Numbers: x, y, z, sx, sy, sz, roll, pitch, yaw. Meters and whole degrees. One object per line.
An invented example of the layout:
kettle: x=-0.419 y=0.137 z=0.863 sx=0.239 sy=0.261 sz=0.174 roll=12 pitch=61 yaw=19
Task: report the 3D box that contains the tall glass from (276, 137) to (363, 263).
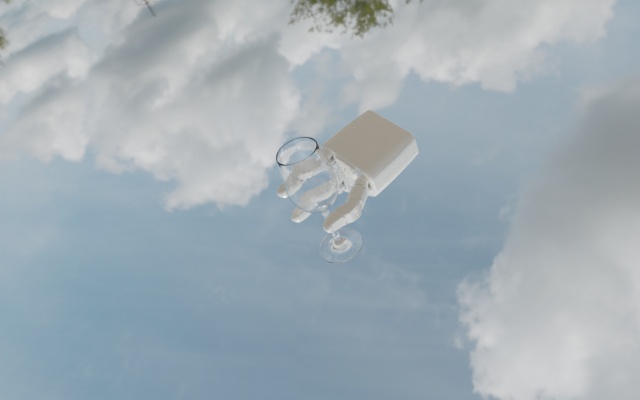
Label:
tall glass: x=0.000 y=0.003 z=0.712 sx=0.079 sy=0.201 sz=0.079 roll=-15 pitch=40 yaw=13
